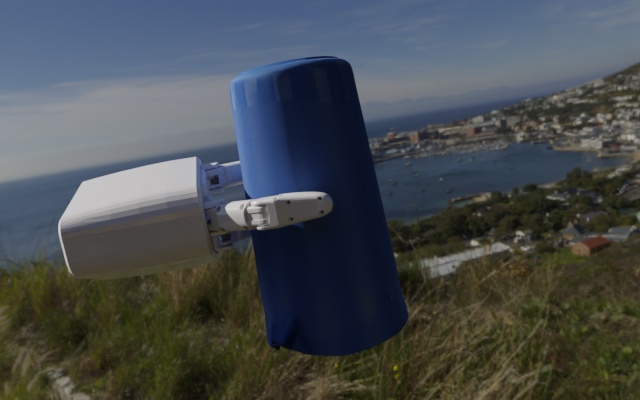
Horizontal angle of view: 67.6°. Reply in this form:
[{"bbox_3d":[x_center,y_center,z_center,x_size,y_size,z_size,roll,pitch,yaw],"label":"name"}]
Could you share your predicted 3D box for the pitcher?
[{"bbox_3d":[0.000,0.001,0.438,0.145,0.243,0.149,-11,9,-8],"label":"pitcher"}]
